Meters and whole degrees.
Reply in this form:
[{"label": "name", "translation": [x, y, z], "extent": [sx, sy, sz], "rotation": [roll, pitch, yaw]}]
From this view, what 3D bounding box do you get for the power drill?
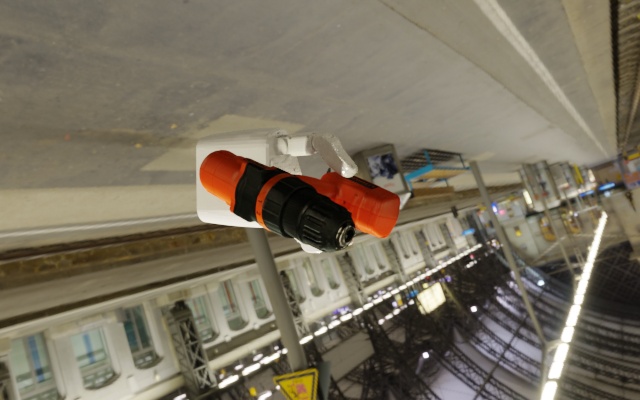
[{"label": "power drill", "translation": [0.000, 0.002, 0.474], "extent": [0.184, 0.057, 0.187], "rotation": [27, 12, 38]}]
